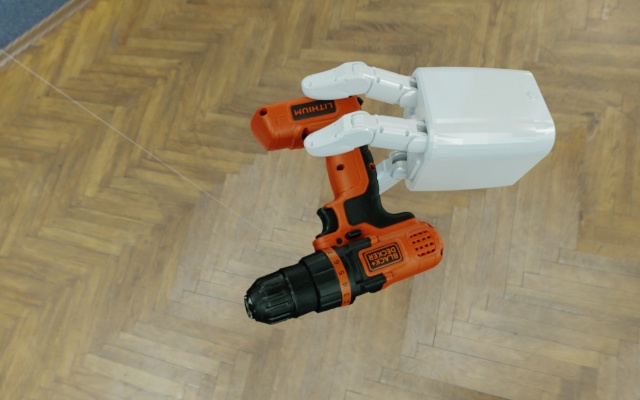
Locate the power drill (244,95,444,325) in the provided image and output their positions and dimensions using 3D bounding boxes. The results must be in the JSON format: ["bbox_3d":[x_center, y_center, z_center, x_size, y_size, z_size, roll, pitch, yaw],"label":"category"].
[{"bbox_3d":[0.000,0.001,0.431,0.184,0.187,0.057,-16,-13,-20],"label":"power drill"}]
